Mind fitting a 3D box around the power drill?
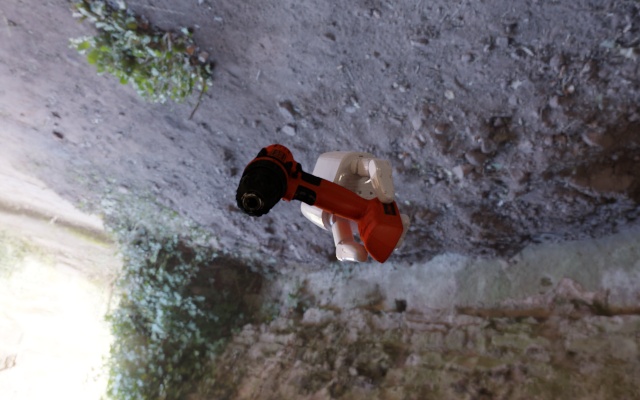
[{"bbox_3d":[0.000,0.002,0.549,0.187,0.057,0.184,27,19,-6],"label":"power drill"}]
